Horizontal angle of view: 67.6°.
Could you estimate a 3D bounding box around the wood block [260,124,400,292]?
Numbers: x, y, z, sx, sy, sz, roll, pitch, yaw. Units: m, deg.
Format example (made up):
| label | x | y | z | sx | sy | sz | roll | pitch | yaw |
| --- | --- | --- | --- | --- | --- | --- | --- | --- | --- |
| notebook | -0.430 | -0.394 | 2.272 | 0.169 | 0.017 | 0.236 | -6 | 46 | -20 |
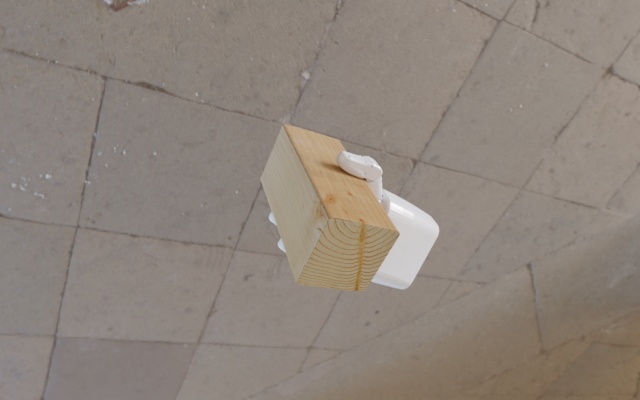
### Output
| label | x | y | z | sx | sy | sz | roll | pitch | yaw |
| --- | --- | --- | --- | --- | --- | --- | --- | --- | --- |
| wood block | 0.001 | 0.002 | 0.577 | 0.090 | 0.091 | 0.206 | 13 | 29 | -27 |
